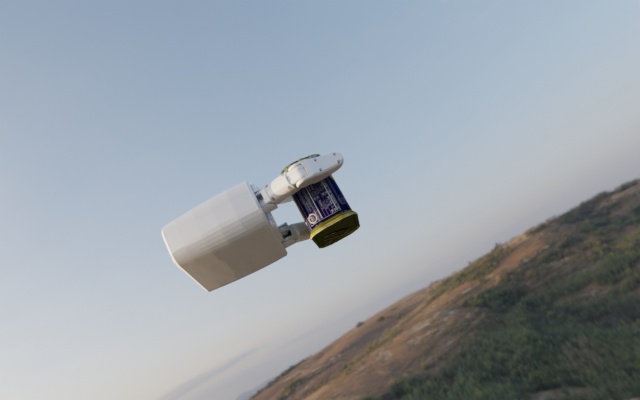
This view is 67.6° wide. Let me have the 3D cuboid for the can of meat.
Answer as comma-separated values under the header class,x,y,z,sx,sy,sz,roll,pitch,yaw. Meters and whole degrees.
class,x,y,z,sx,sy,sz,roll,pitch,yaw
can of meat,0.000,0.001,0.556,0.057,0.084,0.102,-29,-16,0
